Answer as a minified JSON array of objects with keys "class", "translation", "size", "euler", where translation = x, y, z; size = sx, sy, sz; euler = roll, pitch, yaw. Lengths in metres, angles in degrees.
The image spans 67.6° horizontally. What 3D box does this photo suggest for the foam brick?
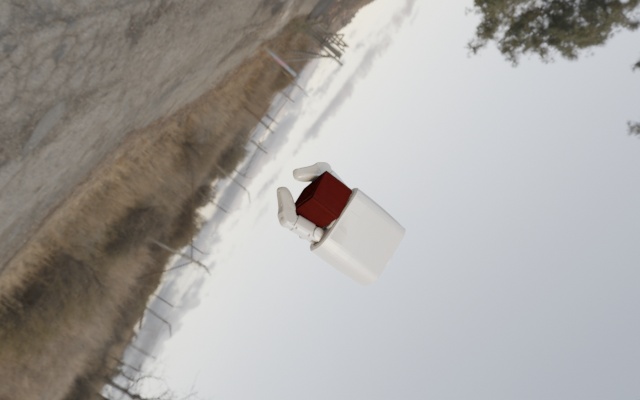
[{"class":"foam brick","translation":[0.000,0.002,0.699],"size":[0.051,0.053,0.078],"euler":[37,-32,-11]}]
